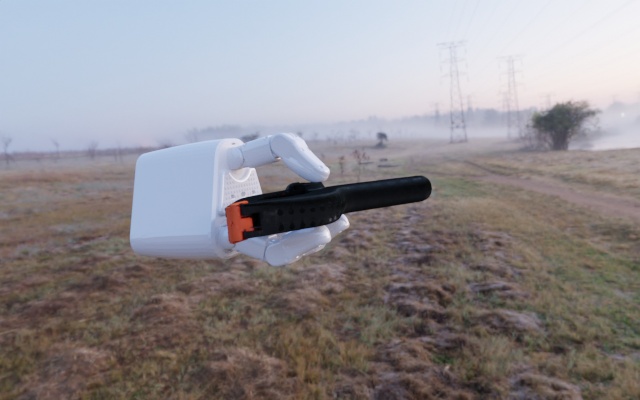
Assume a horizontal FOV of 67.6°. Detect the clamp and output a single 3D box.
[{"bbox_3d":[0.000,0.001,0.420,0.164,0.036,0.210,-4,6,25],"label":"clamp"}]
